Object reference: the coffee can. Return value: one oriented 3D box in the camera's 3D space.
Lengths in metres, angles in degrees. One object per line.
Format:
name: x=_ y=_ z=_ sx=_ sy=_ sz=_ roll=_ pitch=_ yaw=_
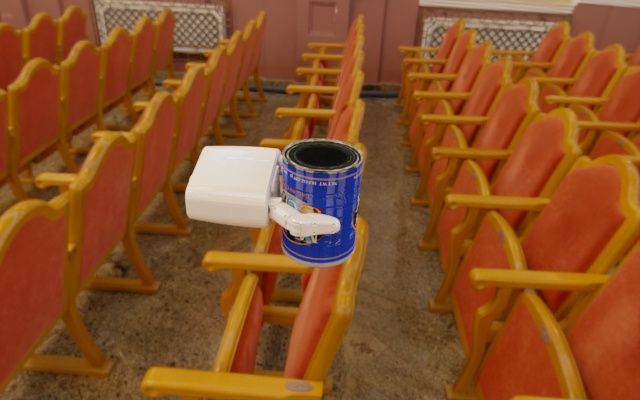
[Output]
coffee can: x=0.000 y=0.002 z=0.632 sx=0.103 sy=0.140 sz=0.102 roll=2 pitch=29 yaw=-1
